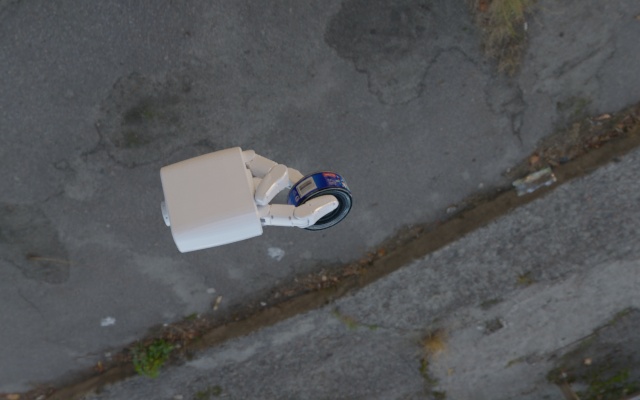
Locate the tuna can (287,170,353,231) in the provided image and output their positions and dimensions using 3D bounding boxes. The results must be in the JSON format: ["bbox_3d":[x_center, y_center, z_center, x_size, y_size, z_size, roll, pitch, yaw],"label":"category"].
[{"bbox_3d":[0.000,0.002,0.644,0.086,0.033,0.086,-15,-40,-13],"label":"tuna can"}]
